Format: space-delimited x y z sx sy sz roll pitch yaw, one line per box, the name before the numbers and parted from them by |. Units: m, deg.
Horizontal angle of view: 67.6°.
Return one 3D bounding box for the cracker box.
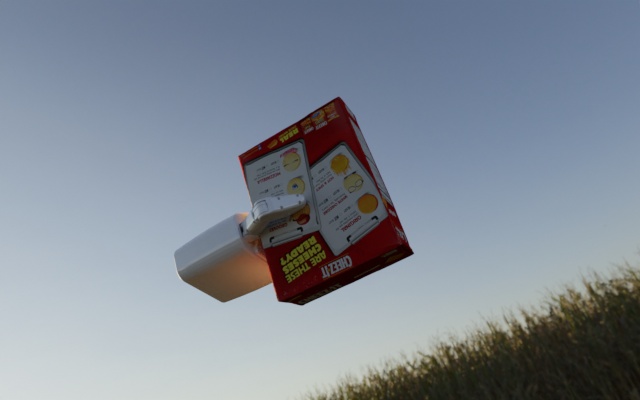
cracker box | 0.000 0.002 0.607 0.164 0.213 0.072 -28 -26 17
